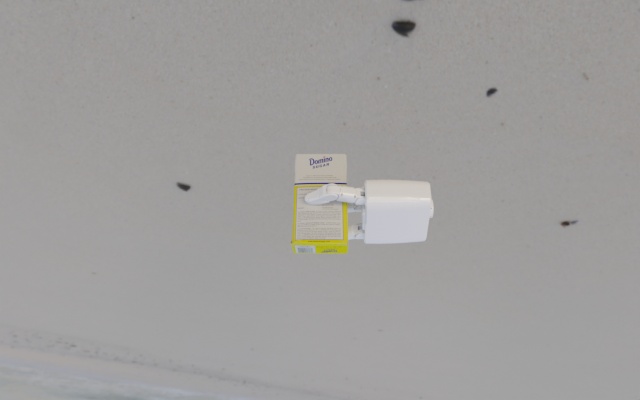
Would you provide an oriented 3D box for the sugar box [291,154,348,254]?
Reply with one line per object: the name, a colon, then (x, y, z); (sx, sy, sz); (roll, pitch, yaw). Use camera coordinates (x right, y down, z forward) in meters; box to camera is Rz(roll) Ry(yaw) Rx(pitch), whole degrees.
sugar box: (0.000, 0.003, 0.819); (0.093, 0.176, 0.048); (0, -31, 2)
